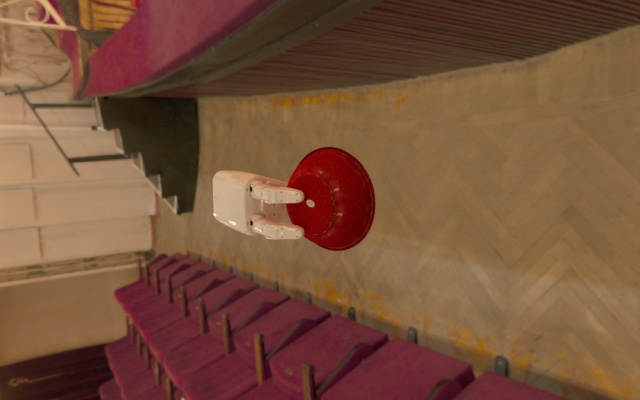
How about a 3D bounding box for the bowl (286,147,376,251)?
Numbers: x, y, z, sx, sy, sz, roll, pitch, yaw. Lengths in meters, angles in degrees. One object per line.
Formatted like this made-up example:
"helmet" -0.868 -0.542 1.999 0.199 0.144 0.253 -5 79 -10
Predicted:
"bowl" 0.001 0.002 0.711 0.162 0.162 0.055 0 8 38
